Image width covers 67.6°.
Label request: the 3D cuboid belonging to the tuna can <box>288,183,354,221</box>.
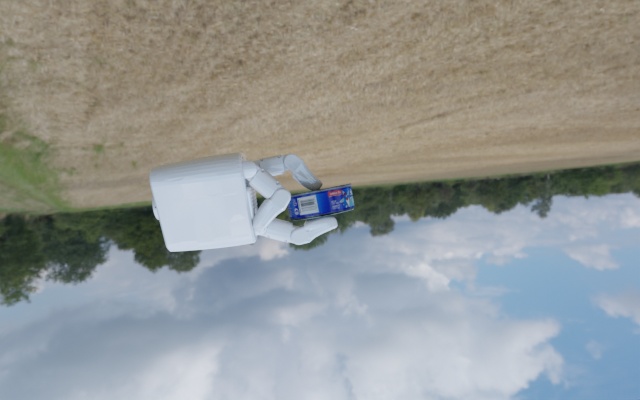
[{"bbox_3d":[0.000,0.003,0.616,0.086,0.034,0.086,-11,1,0],"label":"tuna can"}]
